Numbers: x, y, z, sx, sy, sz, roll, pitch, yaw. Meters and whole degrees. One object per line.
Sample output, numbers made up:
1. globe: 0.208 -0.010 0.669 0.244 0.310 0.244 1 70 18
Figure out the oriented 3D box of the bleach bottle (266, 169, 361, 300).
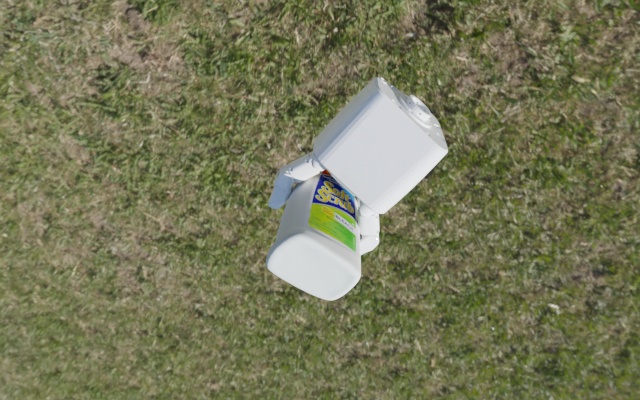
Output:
1. bleach bottle: 0.000 0.002 0.599 0.102 0.068 0.250 33 31 -19
